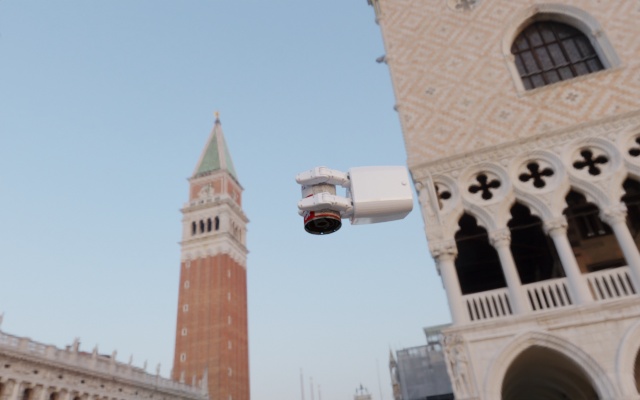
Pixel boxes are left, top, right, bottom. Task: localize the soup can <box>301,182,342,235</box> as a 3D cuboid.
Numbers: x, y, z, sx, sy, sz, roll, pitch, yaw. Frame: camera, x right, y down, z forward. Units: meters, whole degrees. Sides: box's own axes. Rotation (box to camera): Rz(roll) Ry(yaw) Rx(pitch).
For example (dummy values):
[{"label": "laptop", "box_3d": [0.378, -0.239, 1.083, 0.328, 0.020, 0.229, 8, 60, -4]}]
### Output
[{"label": "soup can", "box_3d": [0.000, 0.003, 0.870, 0.068, 0.102, 0.068, -4, -30, -3]}]
